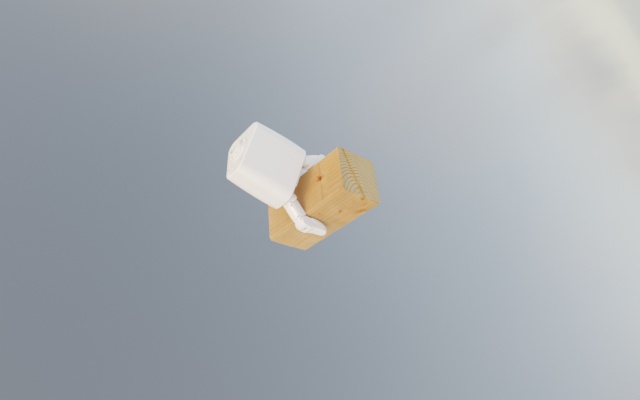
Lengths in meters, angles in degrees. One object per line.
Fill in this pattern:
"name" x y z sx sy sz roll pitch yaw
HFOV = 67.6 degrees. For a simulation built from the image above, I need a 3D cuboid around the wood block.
"wood block" 0.000 0.003 0.878 0.090 0.090 0.206 20 -40 -36
